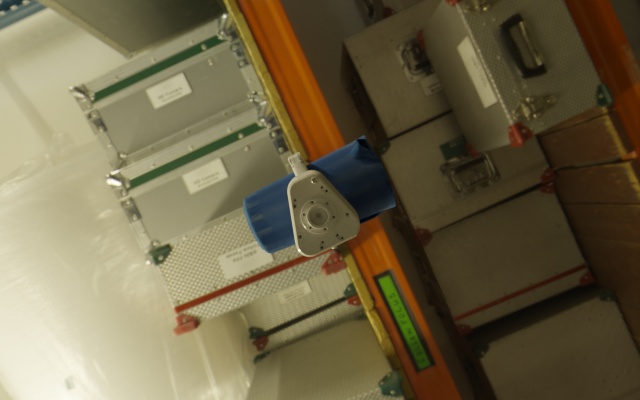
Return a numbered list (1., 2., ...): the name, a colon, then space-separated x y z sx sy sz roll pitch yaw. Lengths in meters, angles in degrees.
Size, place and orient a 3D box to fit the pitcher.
1. pitcher: 0.000 0.003 0.826 0.243 0.149 0.145 -24 6 1
